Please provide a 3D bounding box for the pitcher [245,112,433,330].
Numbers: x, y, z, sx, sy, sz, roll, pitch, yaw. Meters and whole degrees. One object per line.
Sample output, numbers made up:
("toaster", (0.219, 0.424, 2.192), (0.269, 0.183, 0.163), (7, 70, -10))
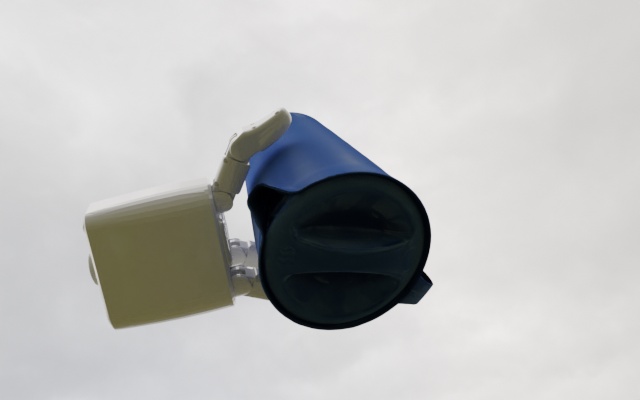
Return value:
("pitcher", (0.000, 0.001, 0.454), (0.145, 0.149, 0.242), (-14, 27, -9))
